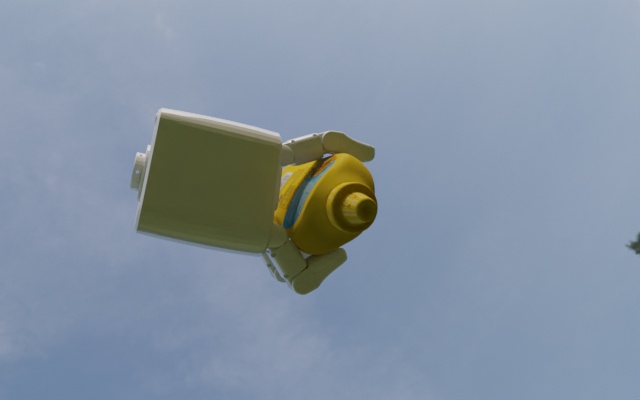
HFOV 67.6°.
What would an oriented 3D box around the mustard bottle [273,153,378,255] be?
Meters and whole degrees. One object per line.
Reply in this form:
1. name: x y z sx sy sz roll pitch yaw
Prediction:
1. mustard bottle: 0.000 0.002 0.444 0.058 0.096 0.191 38 -10 -18
